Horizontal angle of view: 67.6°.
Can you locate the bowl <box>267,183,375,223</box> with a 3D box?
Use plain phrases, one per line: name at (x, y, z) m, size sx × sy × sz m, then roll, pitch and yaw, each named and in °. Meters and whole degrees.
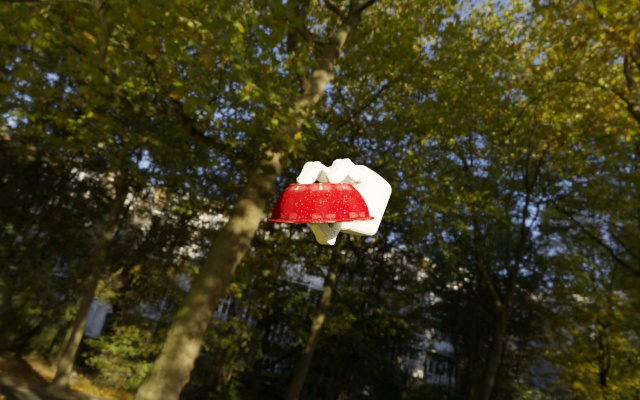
bowl at (0.000, 0.002, 0.707) m, size 0.162 × 0.055 × 0.162 m, roll -1°, pitch 1°, yaw 0°
